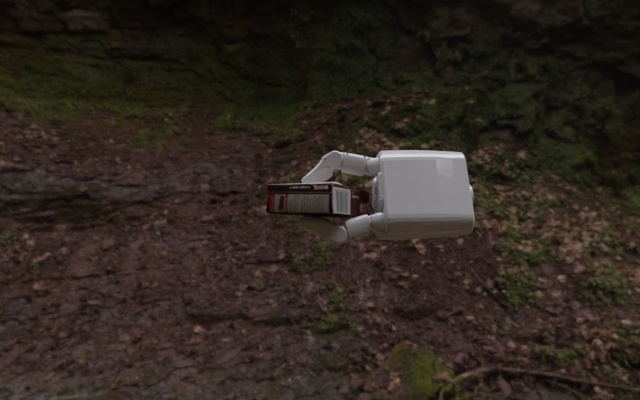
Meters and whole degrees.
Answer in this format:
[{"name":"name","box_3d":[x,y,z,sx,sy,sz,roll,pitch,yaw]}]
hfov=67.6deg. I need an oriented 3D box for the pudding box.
[{"name":"pudding box","box_3d":[0.000,0.002,0.592,0.090,0.039,0.113,-1,-6,27]}]
